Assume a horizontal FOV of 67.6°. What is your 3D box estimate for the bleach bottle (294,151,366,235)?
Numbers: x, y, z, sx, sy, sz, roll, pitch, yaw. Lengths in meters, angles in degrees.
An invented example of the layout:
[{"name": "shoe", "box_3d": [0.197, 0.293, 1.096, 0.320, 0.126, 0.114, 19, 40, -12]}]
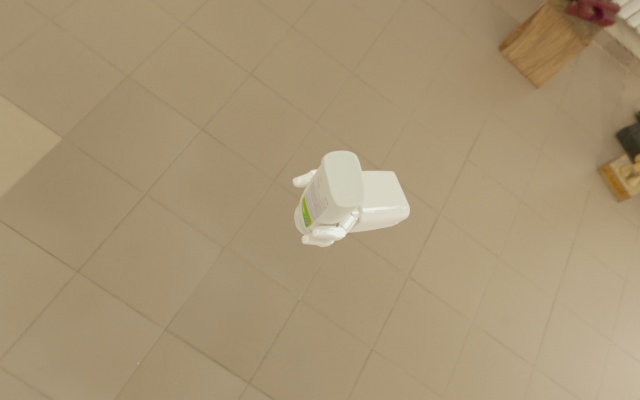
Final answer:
[{"name": "bleach bottle", "box_3d": [0.000, 0.003, 0.886, 0.068, 0.102, 0.251, -6, -15, -22]}]
